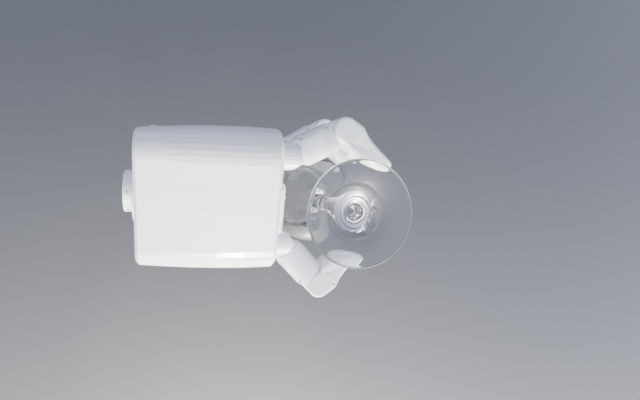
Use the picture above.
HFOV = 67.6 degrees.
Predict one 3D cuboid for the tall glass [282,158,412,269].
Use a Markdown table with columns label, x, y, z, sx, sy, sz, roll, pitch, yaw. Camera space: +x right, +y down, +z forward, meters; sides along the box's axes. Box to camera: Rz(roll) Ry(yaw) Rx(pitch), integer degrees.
| label | x | y | z | sx | sy | sz | roll | pitch | yaw |
| --- | --- | --- | --- | --- | --- | --- | --- | --- | --- |
| tall glass | 0.000 | 0.001 | 0.411 | 0.079 | 0.079 | 0.201 | 0 | 4 | -15 |
